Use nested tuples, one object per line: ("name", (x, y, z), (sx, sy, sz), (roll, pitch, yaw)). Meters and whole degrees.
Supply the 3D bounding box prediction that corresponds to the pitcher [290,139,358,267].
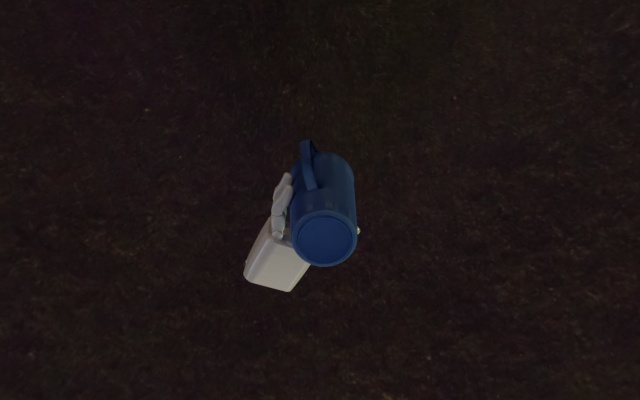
("pitcher", (0.000, 0.003, 0.865), (0.149, 0.145, 0.242), (26, 22, -13))
